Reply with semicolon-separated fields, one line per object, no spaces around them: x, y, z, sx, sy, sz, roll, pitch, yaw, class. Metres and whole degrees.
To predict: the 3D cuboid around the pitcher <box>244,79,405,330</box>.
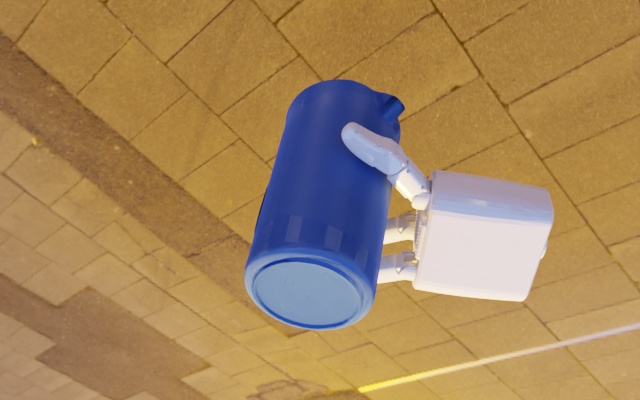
0.000;0.002;0.472;0.145;0.149;0.242;10;43;4;pitcher
